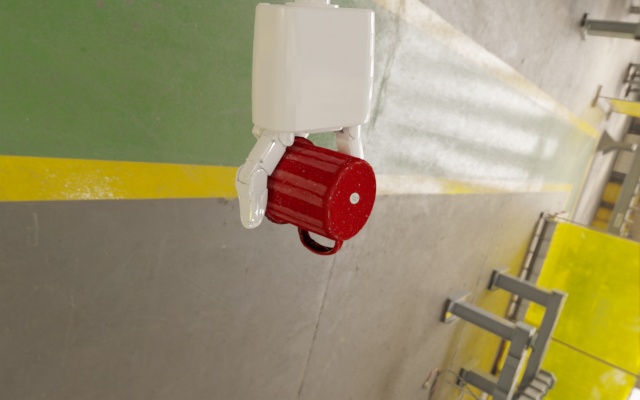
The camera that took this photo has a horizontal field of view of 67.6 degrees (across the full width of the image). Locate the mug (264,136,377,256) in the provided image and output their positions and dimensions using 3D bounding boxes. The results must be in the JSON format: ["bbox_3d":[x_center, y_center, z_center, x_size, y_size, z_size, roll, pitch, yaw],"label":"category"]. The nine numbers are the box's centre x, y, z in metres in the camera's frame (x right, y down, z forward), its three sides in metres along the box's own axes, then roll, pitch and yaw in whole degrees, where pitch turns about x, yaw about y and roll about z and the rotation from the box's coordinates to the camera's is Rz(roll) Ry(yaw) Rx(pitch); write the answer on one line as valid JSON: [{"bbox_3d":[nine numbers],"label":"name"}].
[{"bbox_3d":[0.000,0.003,0.470,0.081,0.117,0.093,19,28,36],"label":"mug"}]
